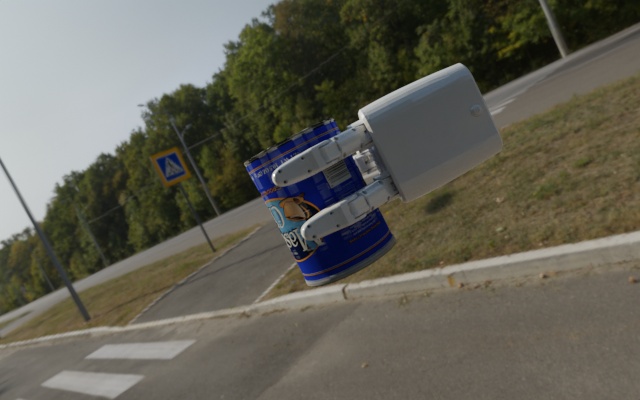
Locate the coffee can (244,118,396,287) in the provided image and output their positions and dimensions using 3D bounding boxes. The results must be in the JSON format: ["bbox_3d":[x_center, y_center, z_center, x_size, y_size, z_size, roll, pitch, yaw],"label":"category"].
[{"bbox_3d":[0.000,0.002,0.488,0.103,0.140,0.103,-27,5,2],"label":"coffee can"}]
